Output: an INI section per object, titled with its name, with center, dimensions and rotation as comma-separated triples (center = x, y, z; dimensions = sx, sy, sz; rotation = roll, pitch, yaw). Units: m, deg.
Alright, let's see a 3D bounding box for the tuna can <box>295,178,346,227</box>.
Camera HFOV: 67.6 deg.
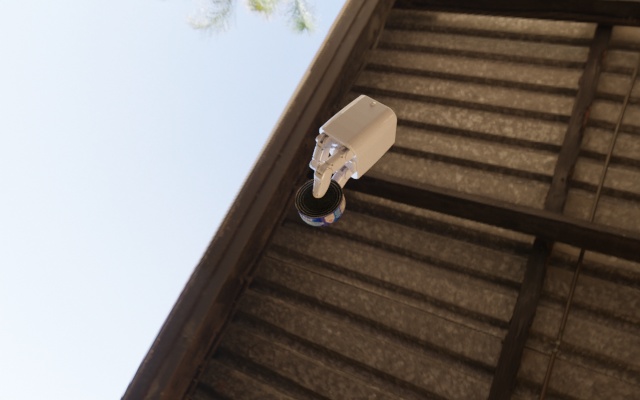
[tuna can]
center = 0.000, 0.003, 0.837
dimensions = 0.086, 0.086, 0.034
rotation = 0, -35, 15
